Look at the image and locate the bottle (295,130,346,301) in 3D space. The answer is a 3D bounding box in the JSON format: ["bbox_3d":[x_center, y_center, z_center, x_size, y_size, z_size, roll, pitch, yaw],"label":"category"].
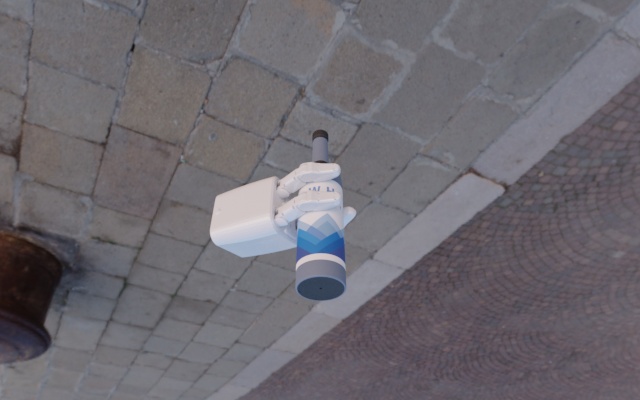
[{"bbox_3d":[0.000,0.003,0.714,0.069,0.295,0.069,0,-40,0],"label":"bottle"}]
